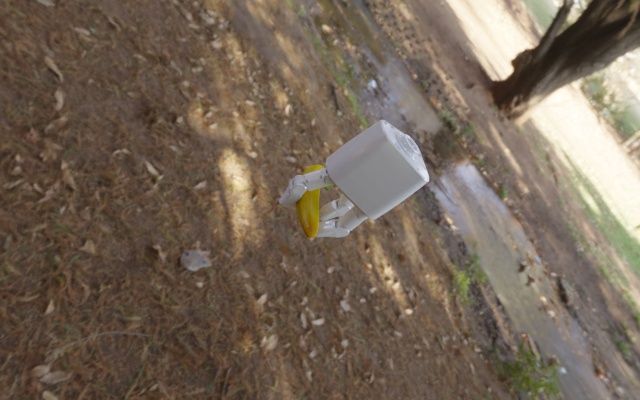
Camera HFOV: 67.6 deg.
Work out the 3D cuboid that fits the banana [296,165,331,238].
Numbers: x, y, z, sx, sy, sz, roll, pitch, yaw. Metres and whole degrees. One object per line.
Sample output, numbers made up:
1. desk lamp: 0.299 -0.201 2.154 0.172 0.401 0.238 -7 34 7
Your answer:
1. banana: -0.010 -0.013 0.783 0.037 0.070 0.197 -31 16 23
